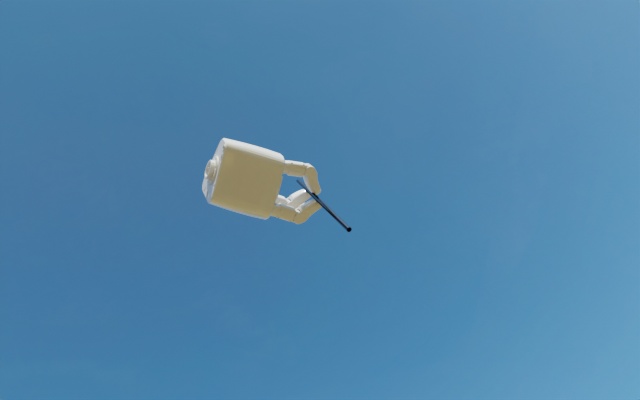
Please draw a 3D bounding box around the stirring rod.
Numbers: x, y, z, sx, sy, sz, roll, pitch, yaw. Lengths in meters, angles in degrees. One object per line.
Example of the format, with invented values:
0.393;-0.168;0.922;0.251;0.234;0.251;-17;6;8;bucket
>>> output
0.000;0.003;0.823;0.011;0.011;0.239;0;20;-23;stirring rod
